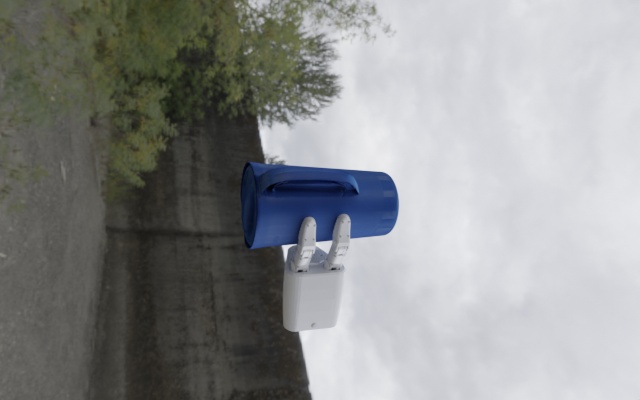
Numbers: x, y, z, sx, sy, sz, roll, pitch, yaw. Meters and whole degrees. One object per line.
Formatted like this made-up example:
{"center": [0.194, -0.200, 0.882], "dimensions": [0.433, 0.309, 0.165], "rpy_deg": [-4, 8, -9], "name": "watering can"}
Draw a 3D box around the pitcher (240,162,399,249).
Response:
{"center": [0.000, 0.003, 0.753], "dimensions": [0.243, 0.145, 0.149], "rpy_deg": [-1, 19, -19], "name": "pitcher"}
